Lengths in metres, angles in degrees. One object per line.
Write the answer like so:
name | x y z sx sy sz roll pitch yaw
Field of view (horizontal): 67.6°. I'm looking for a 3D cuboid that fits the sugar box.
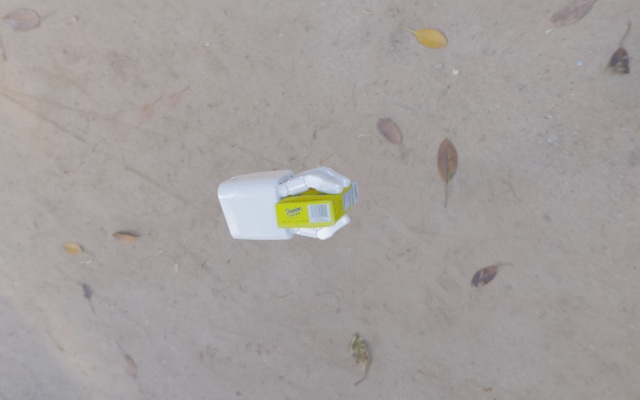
sugar box | 0.000 0.002 0.790 0.093 0.048 0.176 -3 14 17
